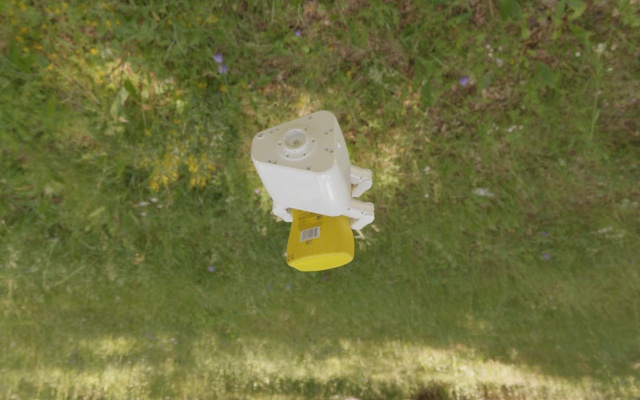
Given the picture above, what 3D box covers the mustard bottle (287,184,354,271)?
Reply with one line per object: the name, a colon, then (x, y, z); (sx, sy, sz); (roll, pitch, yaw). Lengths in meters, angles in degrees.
mustard bottle: (0.000, 0.003, 0.700); (0.096, 0.191, 0.058); (-17, -32, 31)
